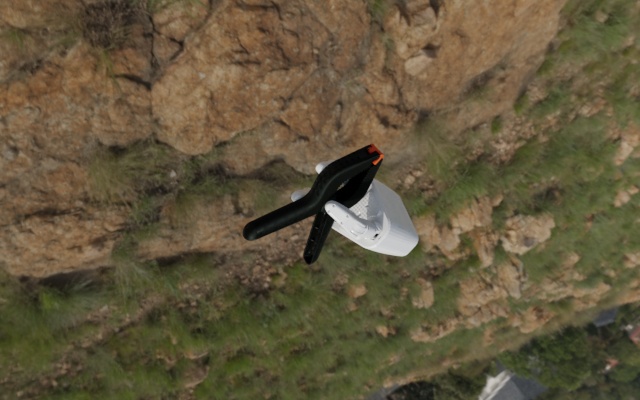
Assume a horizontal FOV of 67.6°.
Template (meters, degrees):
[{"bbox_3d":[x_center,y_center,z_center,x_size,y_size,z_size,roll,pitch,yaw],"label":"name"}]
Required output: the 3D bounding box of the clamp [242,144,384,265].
[{"bbox_3d":[0.001,0.002,0.658,0.164,0.210,0.036,21,25,-52],"label":"clamp"}]
